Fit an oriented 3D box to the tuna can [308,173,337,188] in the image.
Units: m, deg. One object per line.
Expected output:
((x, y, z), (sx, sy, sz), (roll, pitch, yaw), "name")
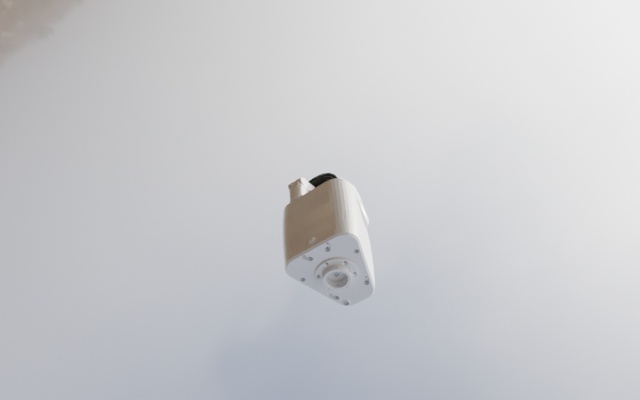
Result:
((0.000, 0.003, 0.703), (0.086, 0.086, 0.034), (0, -38, 49), "tuna can")
